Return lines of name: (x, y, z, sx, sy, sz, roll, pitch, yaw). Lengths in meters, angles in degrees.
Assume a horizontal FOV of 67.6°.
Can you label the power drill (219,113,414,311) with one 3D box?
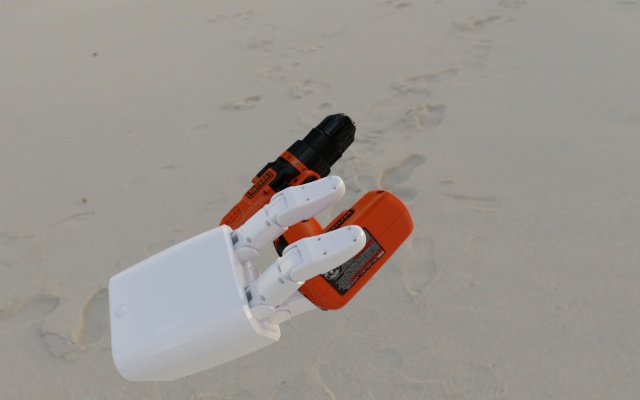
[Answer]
power drill: (0.000, 0.002, 0.445, 0.057, 0.184, 0.187, 45, -5, -32)
